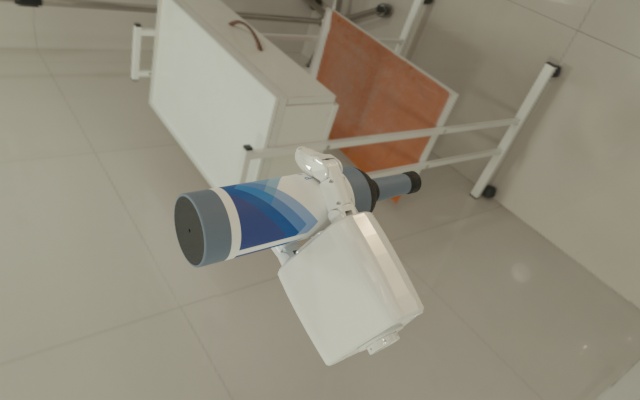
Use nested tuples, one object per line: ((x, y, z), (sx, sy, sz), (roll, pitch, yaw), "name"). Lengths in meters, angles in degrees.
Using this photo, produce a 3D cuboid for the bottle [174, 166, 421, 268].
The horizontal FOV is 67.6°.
((0.000, 0.002, 0.505), (0.295, 0.069, 0.069), (-12, 7, -37), "bottle")
